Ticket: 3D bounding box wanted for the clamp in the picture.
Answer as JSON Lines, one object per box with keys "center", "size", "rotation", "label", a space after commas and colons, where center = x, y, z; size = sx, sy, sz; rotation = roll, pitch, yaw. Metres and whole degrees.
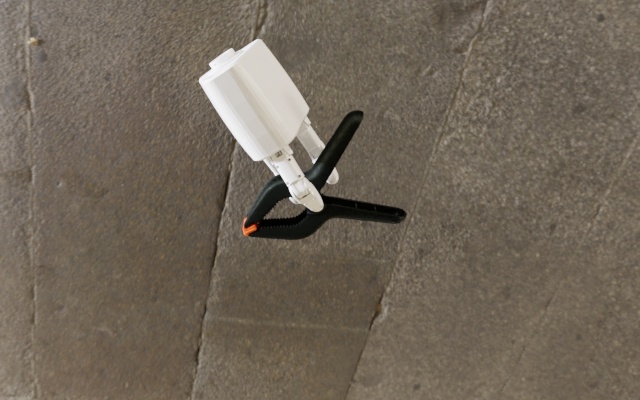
{"center": [0.000, 0.002, 0.618], "size": [0.210, 0.165, 0.036], "rotation": [-30, 24, 11], "label": "clamp"}
